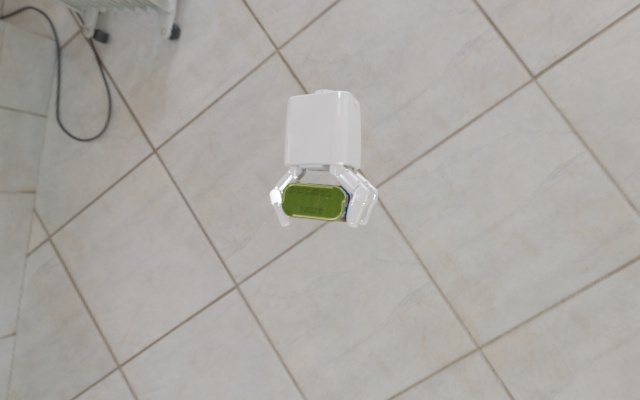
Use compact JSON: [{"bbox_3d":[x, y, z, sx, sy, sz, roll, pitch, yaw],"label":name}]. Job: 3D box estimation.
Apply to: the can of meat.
[{"bbox_3d":[0.000,0.002,0.720,0.102,0.057,0.084,5,0,16],"label":"can of meat"}]
